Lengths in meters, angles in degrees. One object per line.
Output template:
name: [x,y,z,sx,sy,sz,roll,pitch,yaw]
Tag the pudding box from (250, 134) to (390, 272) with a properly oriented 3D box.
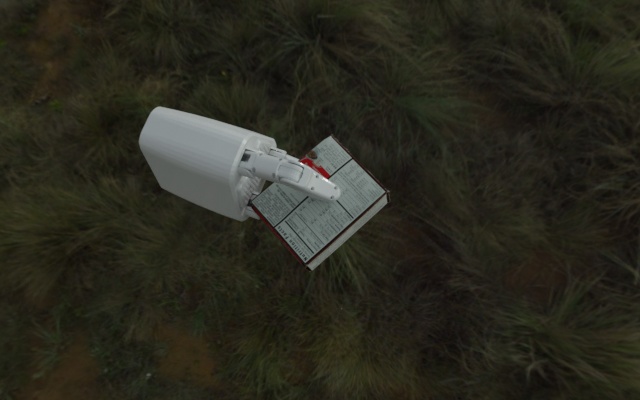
pudding box: [0.000,0.001,0.483,0.113,0.090,0.039,-41,-16,-4]
